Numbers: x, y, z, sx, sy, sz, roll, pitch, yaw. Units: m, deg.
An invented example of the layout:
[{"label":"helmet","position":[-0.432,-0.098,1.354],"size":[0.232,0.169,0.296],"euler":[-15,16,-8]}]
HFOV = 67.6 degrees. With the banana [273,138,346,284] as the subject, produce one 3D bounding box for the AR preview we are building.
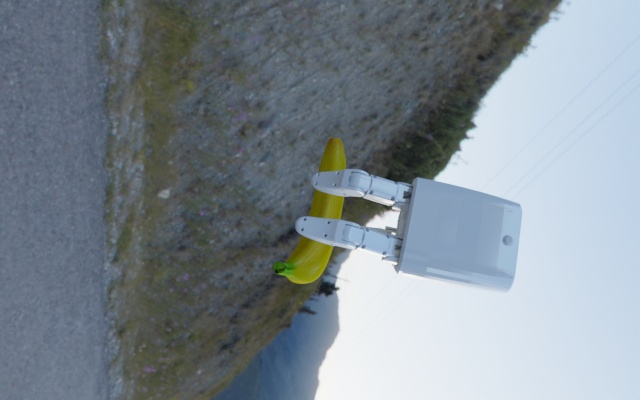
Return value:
[{"label":"banana","position":[0.000,0.017,0.511],"size":[0.037,0.197,0.070],"euler":[8,-43,13]}]
